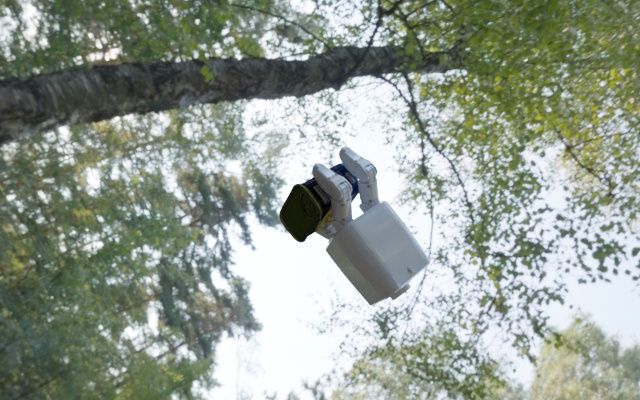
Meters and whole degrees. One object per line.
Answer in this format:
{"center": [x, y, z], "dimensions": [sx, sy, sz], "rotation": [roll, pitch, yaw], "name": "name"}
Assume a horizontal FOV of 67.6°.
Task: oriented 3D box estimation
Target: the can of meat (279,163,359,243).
{"center": [0.000, 0.002, 0.664], "dimensions": [0.084, 0.057, 0.102], "rotation": [-30, -16, -34], "name": "can of meat"}
